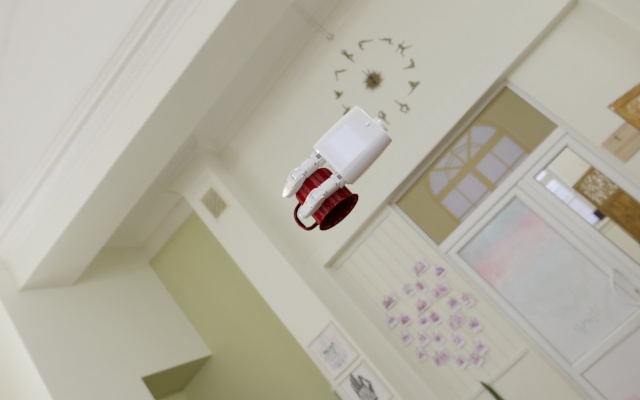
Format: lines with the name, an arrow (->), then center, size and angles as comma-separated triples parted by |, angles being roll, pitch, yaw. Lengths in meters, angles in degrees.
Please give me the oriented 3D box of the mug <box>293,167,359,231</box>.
mug -> -0.001, 0.004, 0.869 | 0.081, 0.117, 0.093 | 47, 6, 21
